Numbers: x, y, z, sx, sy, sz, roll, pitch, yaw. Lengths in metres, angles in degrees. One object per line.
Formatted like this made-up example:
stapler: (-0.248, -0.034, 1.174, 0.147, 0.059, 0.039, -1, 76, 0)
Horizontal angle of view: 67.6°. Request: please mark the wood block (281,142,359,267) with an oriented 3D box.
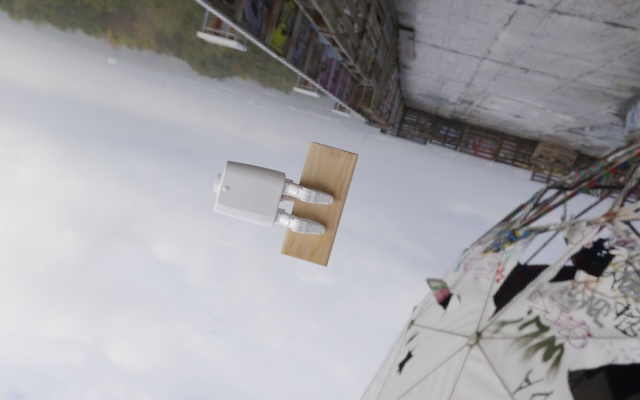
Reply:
wood block: (0.000, 0.003, 0.879, 0.090, 0.206, 0.091, 16, 8, 1)
